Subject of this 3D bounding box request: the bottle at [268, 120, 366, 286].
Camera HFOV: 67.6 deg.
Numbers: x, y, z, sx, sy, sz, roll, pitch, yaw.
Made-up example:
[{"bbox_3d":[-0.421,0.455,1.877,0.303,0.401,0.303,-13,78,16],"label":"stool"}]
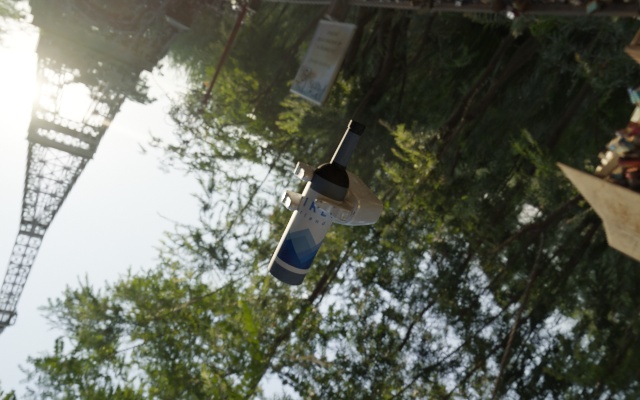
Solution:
[{"bbox_3d":[0.000,0.003,0.813,0.069,0.296,0.069,25,12,-5],"label":"bottle"}]
